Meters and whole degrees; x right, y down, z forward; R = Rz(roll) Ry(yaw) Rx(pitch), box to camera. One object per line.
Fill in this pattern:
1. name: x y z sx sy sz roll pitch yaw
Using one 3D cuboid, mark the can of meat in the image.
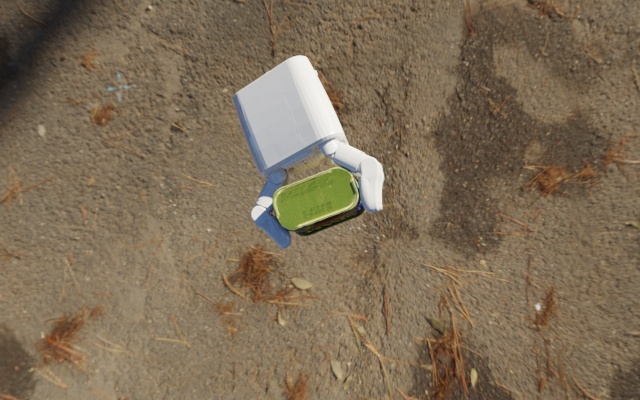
1. can of meat: 0.000 0.002 0.565 0.102 0.057 0.084 -21 -9 6
